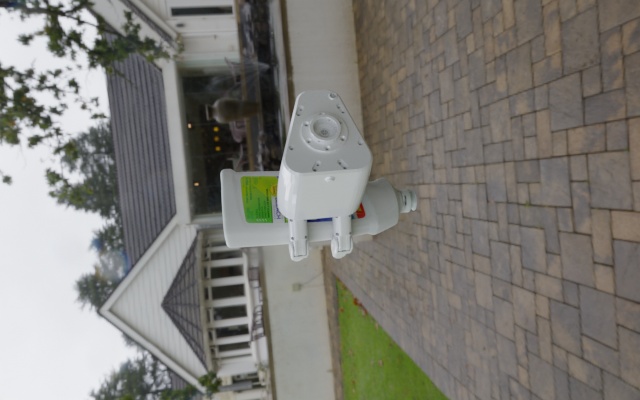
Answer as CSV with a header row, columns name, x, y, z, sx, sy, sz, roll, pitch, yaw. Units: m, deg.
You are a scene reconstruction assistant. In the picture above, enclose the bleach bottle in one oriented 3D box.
name,x,y,z,sx,sy,sz,roll,pitch,yaw
bleach bottle,0.000,0.002,0.627,0.251,0.102,0.068,-5,-23,-8
